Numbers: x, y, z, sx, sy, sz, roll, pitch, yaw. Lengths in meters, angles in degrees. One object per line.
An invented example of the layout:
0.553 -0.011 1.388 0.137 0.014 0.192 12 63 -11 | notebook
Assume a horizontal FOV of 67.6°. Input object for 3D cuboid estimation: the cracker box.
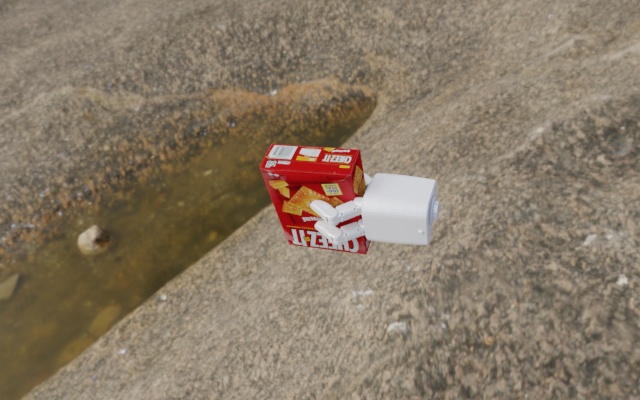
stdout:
0.000 0.003 0.858 0.164 0.072 0.214 6 -41 19 | cracker box
